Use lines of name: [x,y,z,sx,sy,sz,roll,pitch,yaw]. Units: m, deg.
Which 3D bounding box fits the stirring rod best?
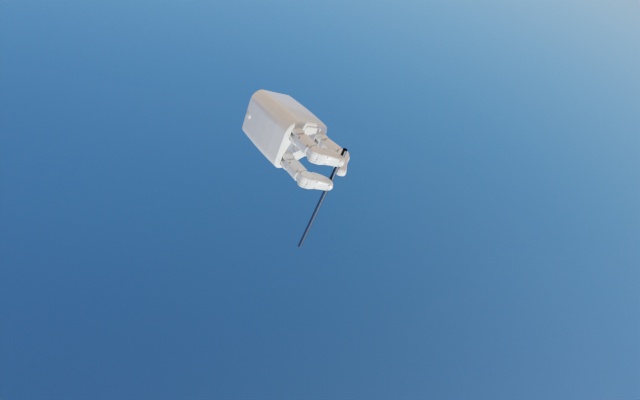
stirring rod: [0.000,0.003,0.851,0.011,0.240,0.011,15,39,-13]
